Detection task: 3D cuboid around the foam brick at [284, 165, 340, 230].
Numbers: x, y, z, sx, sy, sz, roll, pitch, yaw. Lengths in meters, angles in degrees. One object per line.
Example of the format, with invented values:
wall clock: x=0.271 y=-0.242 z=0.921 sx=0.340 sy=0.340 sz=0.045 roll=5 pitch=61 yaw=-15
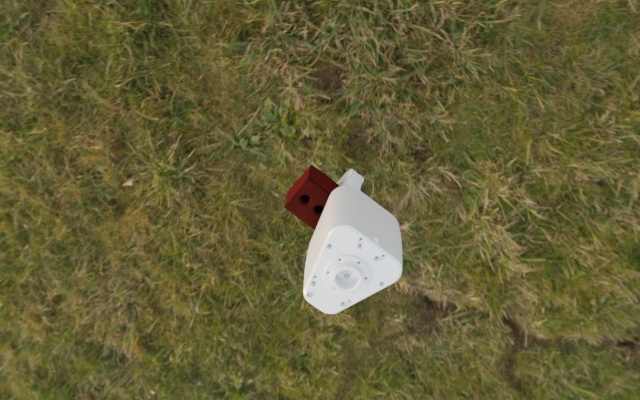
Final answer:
foam brick: x=0.000 y=0.002 z=0.618 sx=0.078 sy=0.053 sz=0.051 roll=36 pitch=22 yaw=-10
